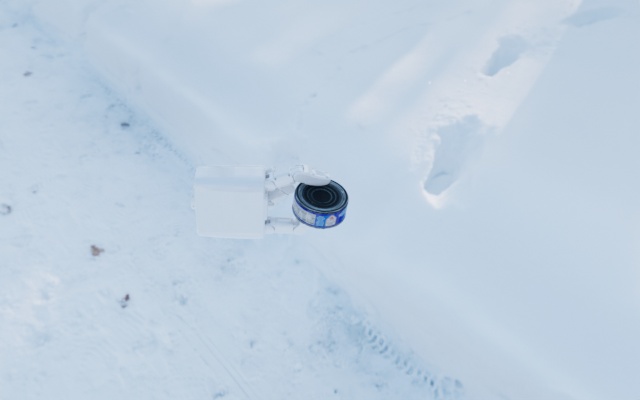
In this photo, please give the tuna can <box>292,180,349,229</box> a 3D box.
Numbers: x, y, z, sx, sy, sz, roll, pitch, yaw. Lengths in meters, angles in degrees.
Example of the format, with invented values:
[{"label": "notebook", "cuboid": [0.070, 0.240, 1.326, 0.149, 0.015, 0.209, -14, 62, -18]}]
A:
[{"label": "tuna can", "cuboid": [0.000, 0.002, 0.739, 0.086, 0.034, 0.086, 6, 42, -5]}]
